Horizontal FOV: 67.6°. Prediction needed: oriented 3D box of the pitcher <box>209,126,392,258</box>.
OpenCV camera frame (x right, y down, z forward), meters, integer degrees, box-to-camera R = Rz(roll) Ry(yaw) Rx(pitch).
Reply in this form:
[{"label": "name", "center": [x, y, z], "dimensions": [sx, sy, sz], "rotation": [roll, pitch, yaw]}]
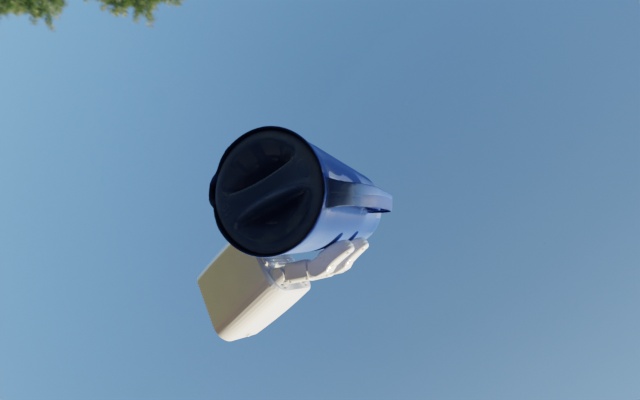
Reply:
[{"label": "pitcher", "center": [0.000, 0.002, 0.578], "dimensions": [0.149, 0.145, 0.243], "rotation": [49, 15, 21]}]
